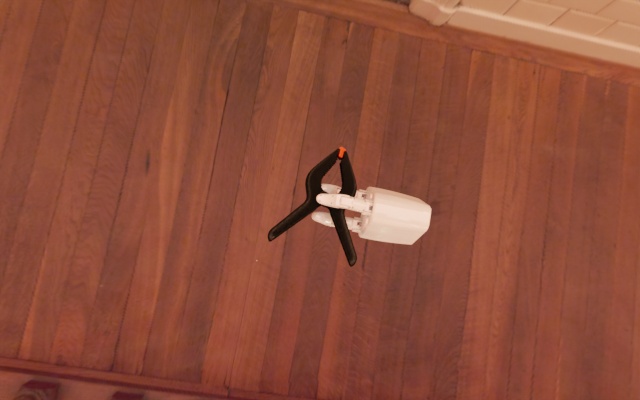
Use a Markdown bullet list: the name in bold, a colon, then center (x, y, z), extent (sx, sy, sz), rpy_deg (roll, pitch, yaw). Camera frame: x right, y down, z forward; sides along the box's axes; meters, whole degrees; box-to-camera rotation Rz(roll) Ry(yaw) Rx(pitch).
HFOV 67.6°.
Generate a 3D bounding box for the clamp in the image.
- **clamp**: center (0.001, 0.002, 0.864), extent (0.164, 0.210, 0.036), rpy_deg (11, -8, -5)
